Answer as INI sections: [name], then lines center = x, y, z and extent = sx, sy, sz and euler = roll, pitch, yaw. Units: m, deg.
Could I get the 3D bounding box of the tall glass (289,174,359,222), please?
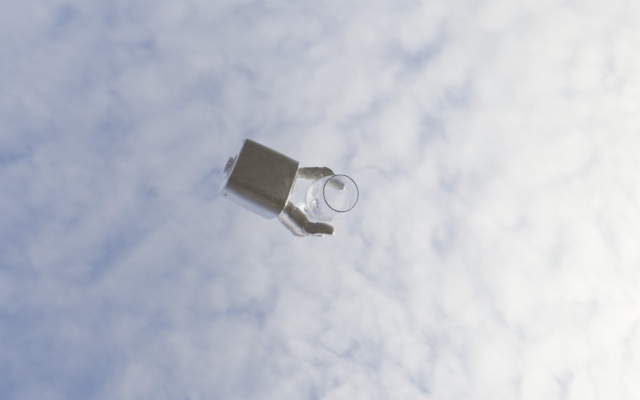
[tall glass]
center = 0.000, 0.003, 0.851
extent = 0.079, 0.079, 0.201
euler = 0, -8, -20
